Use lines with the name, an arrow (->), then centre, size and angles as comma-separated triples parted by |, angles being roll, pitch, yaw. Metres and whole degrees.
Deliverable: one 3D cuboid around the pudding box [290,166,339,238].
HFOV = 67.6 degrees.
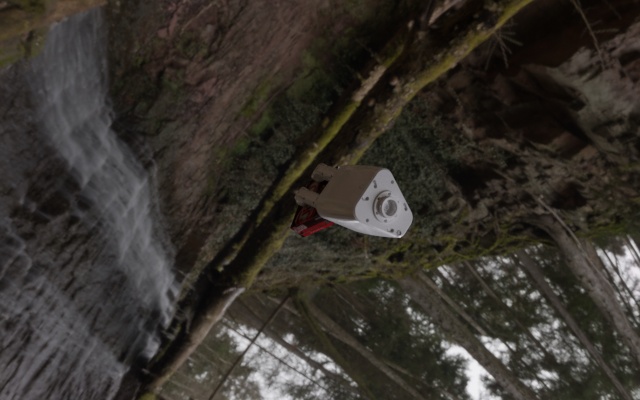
pudding box -> 0.000, 0.003, 0.851 | 0.090, 0.113, 0.039 | -26, -57, 41
